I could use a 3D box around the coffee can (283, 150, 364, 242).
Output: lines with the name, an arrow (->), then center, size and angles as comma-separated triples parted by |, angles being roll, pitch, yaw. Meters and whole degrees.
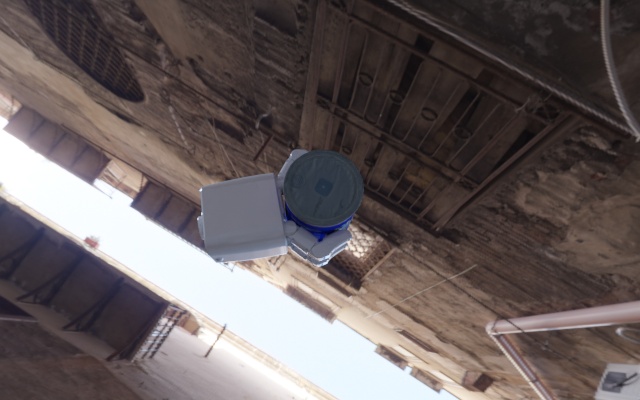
coffee can -> 0.000, 0.002, 0.672 | 0.103, 0.102, 0.140 | 0, -17, -3
